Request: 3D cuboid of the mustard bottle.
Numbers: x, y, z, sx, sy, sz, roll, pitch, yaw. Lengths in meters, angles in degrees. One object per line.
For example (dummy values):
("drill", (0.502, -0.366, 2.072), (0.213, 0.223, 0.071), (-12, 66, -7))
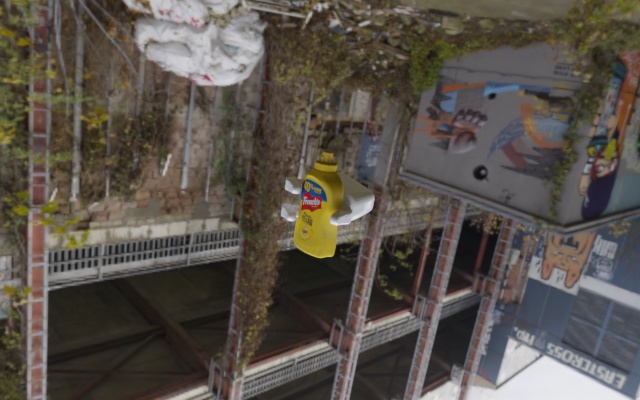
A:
("mustard bottle", (0.000, 0.003, 0.891), (0.058, 0.192, 0.096), (-2, 18, -36))
